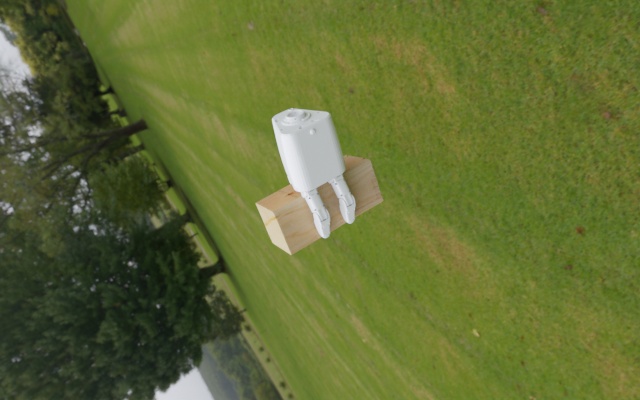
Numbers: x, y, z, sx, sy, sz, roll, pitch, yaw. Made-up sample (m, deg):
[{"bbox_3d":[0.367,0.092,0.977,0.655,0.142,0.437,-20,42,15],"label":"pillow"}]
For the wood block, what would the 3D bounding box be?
[{"bbox_3d":[0.000,0.003,0.880,0.206,0.090,0.091,-29,22,-20],"label":"wood block"}]
